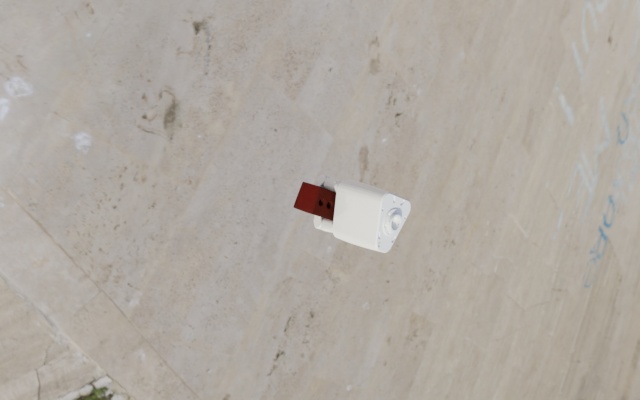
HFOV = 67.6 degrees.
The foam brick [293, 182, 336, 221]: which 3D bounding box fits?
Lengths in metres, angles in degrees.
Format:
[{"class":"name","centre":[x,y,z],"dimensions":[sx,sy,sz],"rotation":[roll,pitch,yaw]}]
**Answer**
[{"class":"foam brick","centre":[0.000,0.003,0.891],"dimensions":[0.051,0.053,0.078],"rotation":[19,0,45]}]
